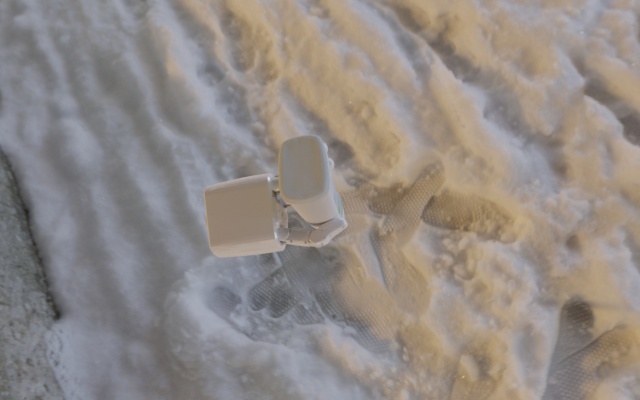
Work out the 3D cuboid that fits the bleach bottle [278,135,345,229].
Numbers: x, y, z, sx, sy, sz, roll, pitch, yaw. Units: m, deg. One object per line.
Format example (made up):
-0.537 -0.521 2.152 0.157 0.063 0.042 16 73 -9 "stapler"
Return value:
0.000 0.002 0.733 0.068 0.102 0.251 -9 -24 8 "bleach bottle"
